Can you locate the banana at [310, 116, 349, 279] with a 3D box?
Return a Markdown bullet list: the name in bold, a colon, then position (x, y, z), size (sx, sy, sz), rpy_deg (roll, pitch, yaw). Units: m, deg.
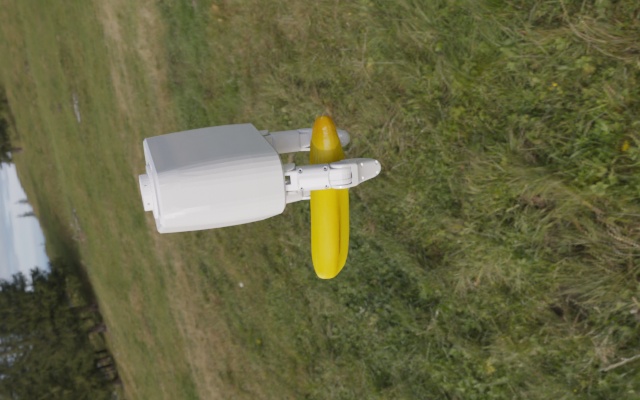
- **banana**: position (0.006, 0.015, 0.486), size (0.037, 0.198, 0.069), rpy_deg (-10, 38, -14)
